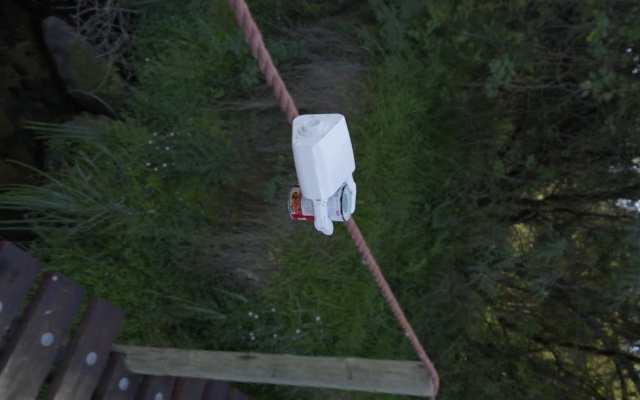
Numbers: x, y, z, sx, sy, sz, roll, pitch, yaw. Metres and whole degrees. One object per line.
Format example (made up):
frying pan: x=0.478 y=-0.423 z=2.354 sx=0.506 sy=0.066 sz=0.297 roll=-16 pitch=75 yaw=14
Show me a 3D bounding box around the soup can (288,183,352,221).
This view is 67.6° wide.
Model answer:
soup can: x=0.000 y=0.003 z=0.875 sx=0.102 sy=0.068 sz=0.068 roll=1 pitch=0 yaw=18
